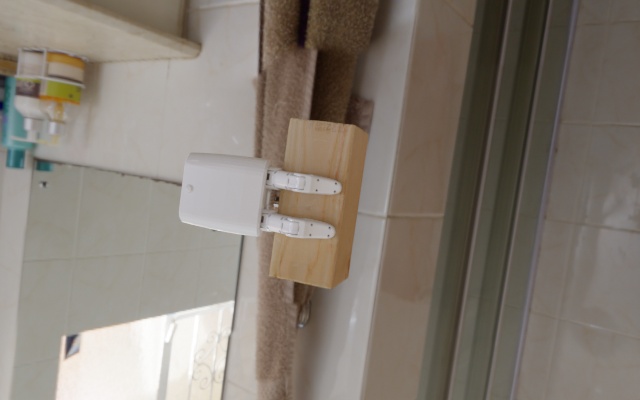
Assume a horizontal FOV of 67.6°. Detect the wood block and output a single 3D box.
[{"bbox_3d":[0.000,0.002,0.643,0.090,0.206,0.091,9,3,16],"label":"wood block"}]
